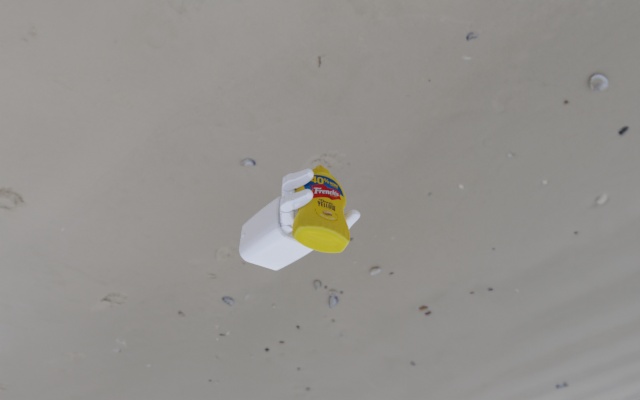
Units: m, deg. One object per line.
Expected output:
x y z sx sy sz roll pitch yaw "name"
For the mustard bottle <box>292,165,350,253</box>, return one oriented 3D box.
0.000 0.003 0.856 0.096 0.058 0.191 17 40 -16 "mustard bottle"
